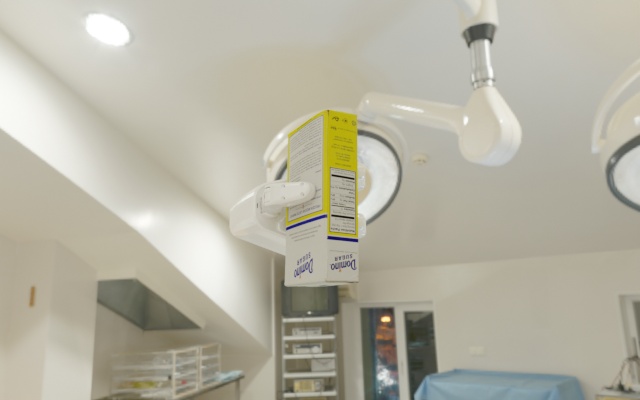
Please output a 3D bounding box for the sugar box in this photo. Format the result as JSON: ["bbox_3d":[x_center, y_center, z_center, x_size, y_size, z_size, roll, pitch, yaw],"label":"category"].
[{"bbox_3d":[0.000,0.002,0.509,0.048,0.176,0.093,5,-13,-29],"label":"sugar box"}]
